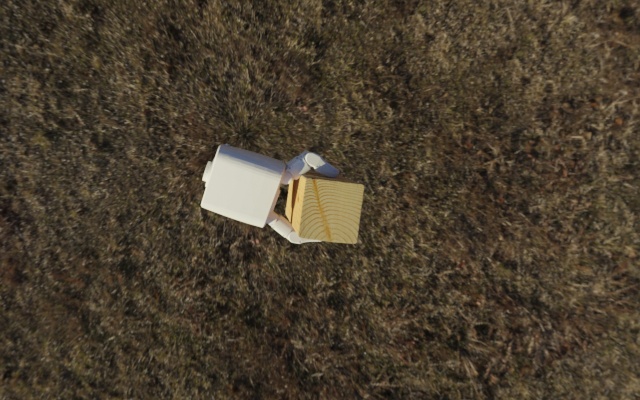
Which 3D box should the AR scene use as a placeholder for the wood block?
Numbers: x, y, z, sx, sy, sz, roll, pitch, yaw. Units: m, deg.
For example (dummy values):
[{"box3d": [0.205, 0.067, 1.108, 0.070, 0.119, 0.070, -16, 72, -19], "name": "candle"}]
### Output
[{"box3d": [0.000, 0.003, 0.791, 0.090, 0.091, 0.206, 7, 7, -10], "name": "wood block"}]
